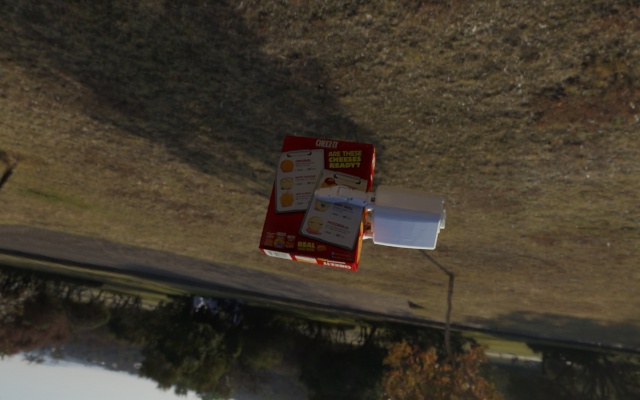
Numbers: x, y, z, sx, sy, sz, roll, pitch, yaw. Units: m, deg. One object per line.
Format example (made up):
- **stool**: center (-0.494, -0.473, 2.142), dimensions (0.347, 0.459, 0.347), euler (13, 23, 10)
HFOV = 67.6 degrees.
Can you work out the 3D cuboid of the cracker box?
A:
- **cracker box**: center (0.000, 0.003, 0.831), dimensions (0.164, 0.213, 0.072), euler (7, -20, 11)
